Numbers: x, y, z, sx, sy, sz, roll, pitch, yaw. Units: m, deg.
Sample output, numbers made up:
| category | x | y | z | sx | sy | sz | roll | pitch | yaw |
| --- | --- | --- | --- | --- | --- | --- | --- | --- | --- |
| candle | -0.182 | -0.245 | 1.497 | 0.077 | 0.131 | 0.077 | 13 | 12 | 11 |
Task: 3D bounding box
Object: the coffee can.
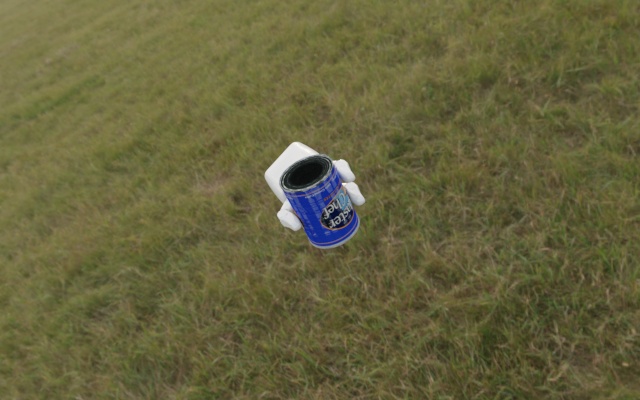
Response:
| category | x | y | z | sx | sy | sz | roll | pitch | yaw |
| --- | --- | --- | --- | --- | --- | --- | --- | --- | --- |
| coffee can | 0.000 | 0.003 | 0.862 | 0.103 | 0.140 | 0.102 | -17 | 35 | 13 |
